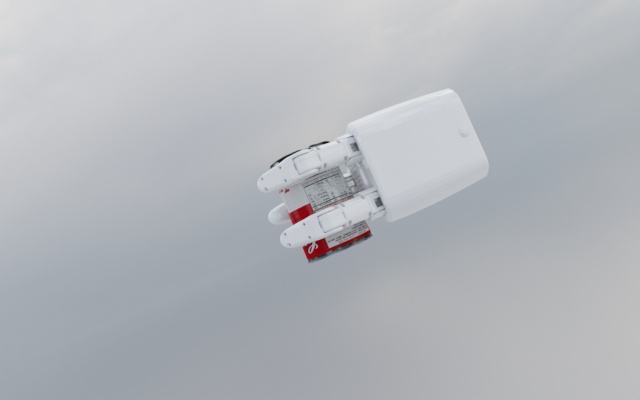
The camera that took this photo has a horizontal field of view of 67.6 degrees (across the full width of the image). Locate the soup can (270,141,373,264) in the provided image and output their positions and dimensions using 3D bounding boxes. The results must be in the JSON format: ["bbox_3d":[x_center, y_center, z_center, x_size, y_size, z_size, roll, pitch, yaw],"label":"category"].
[{"bbox_3d":[-0.001,0.001,0.467,0.068,0.102,0.068,-23,-3,-1],"label":"soup can"}]
